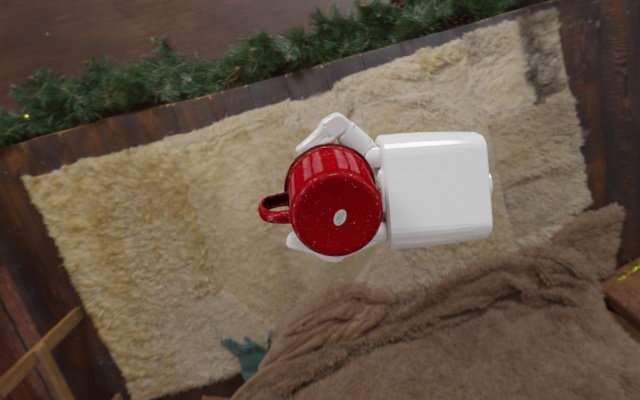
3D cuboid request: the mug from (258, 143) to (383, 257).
[{"bbox_3d":[-0.001,0.002,0.445,0.117,0.093,0.081,-5,19,-2],"label":"mug"}]
